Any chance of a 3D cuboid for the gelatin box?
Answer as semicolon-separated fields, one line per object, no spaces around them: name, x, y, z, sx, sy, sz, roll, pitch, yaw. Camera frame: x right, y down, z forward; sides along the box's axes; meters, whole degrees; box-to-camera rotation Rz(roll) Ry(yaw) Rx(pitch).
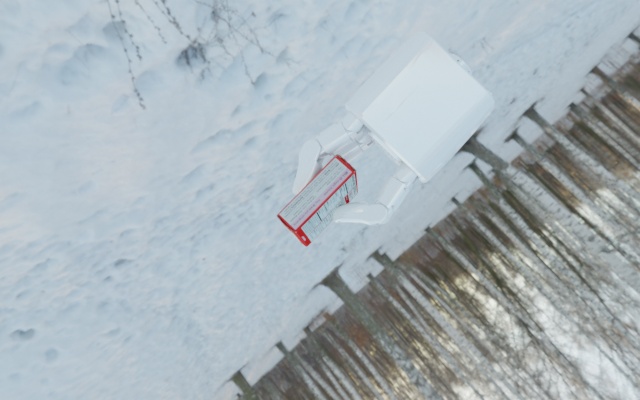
gelatin box;0.000;0.002;0.501;0.030;0.089;0.073;42;-7;16
